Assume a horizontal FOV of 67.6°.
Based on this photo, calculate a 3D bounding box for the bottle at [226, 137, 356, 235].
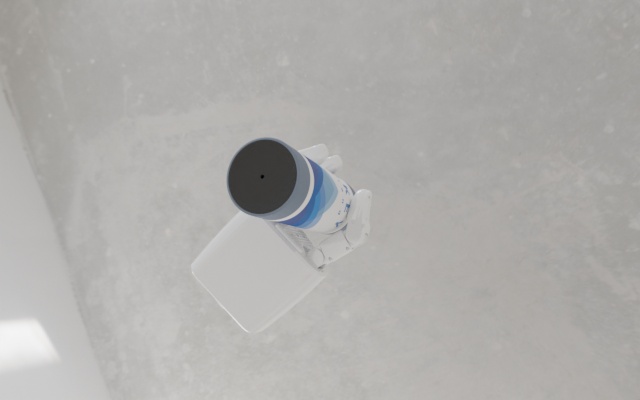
[{"bbox_3d":[0.000,0.002,0.525,0.069,0.069,0.296,0,-8,19],"label":"bottle"}]
